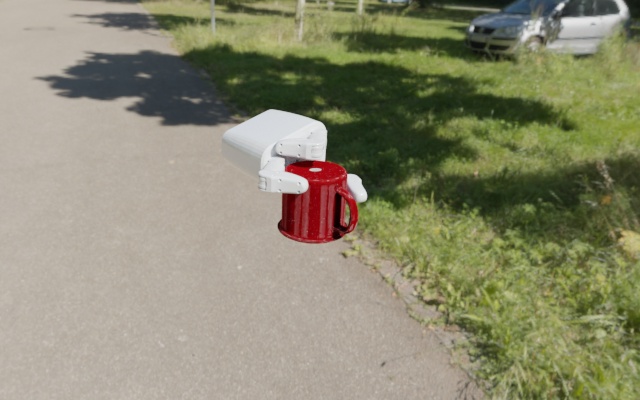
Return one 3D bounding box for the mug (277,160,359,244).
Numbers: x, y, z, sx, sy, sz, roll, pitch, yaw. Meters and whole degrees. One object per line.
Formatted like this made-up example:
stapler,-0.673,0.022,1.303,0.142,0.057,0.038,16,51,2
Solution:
mug,0.001,0.002,0.603,0.093,0.081,0.117,-19,31,-40
